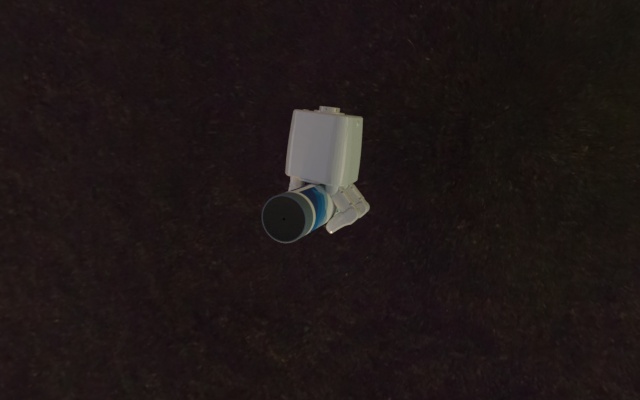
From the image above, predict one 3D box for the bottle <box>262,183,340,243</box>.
[{"bbox_3d":[0.000,0.003,0.774,0.069,0.069,0.295,0,9,20],"label":"bottle"}]
